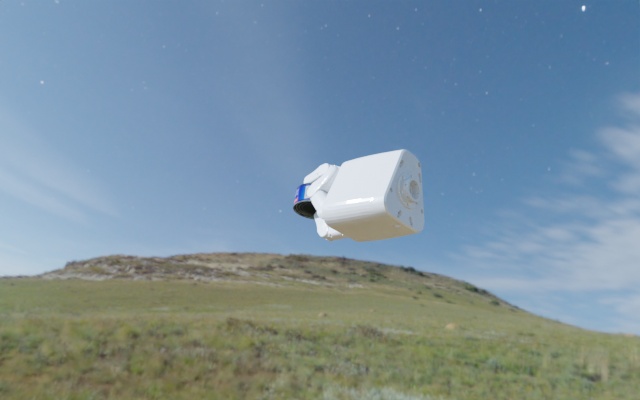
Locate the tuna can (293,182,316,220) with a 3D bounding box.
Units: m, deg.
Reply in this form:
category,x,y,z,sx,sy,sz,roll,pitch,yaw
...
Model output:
category,x,y,z,sx,sy,sz,roll,pitch,yaw
tuna can,0.000,0.002,0.772,0.086,0.033,0.086,6,-22,2
